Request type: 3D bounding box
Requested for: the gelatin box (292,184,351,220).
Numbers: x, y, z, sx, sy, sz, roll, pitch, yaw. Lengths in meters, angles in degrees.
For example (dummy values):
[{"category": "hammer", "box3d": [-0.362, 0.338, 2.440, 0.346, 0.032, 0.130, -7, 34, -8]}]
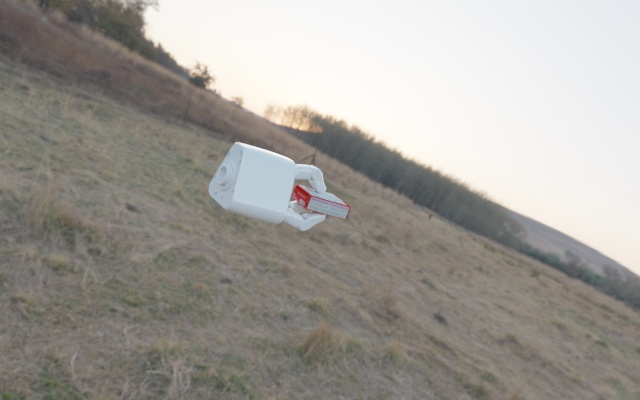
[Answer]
[{"category": "gelatin box", "box3d": [0.001, 0.003, 0.882, 0.089, 0.030, 0.073, 15, 12, -27]}]
